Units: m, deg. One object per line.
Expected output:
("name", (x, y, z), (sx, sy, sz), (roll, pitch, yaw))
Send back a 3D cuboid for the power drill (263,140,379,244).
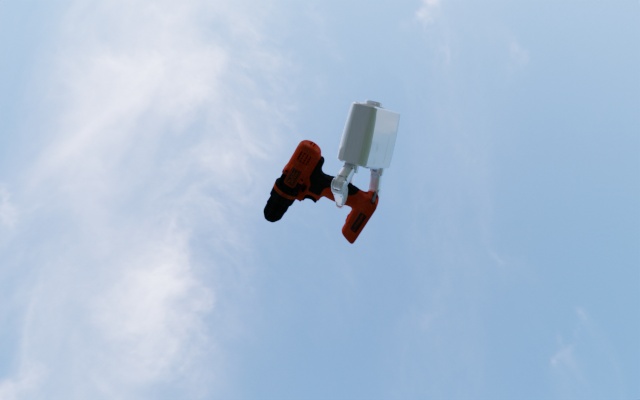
("power drill", (0.001, 0.003, 0.899), (0.187, 0.184, 0.057), (30, 28, -3))
